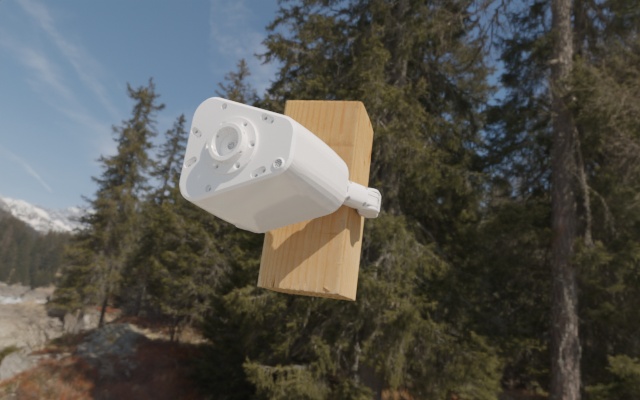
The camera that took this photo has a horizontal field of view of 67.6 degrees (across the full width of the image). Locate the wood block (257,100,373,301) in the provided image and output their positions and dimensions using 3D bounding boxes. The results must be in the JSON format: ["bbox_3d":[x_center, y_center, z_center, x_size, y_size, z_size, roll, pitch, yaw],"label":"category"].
[{"bbox_3d":[0.000,0.002,0.536,0.091,0.206,0.090,4,-14,15],"label":"wood block"}]
